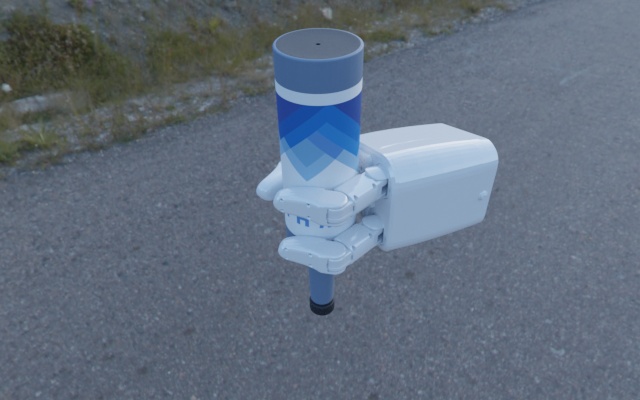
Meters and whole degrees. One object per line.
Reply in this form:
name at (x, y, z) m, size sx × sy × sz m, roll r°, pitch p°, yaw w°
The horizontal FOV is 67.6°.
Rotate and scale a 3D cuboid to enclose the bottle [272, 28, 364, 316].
bottle at (0.000, 0.001, 0.437) m, size 0.069 × 0.296 × 0.069 m, roll -1°, pitch 38°, yaw 0°
